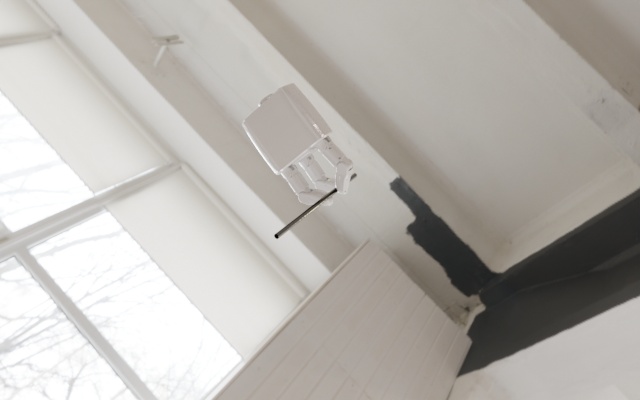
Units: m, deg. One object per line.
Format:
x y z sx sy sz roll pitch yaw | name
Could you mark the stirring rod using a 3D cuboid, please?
0.000 0.002 0.751 0.011 0.011 0.239 0 23 34 | stirring rod
